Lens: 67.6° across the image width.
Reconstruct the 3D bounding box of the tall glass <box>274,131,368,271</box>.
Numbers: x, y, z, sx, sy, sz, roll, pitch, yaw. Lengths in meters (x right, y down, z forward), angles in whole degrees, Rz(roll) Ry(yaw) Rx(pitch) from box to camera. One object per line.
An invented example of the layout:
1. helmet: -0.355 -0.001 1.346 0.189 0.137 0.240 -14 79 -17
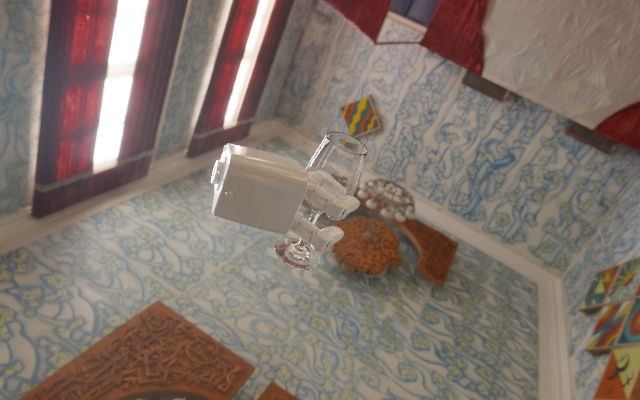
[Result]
1. tall glass: 0.000 0.003 0.691 0.079 0.201 0.079 19 28 -11
